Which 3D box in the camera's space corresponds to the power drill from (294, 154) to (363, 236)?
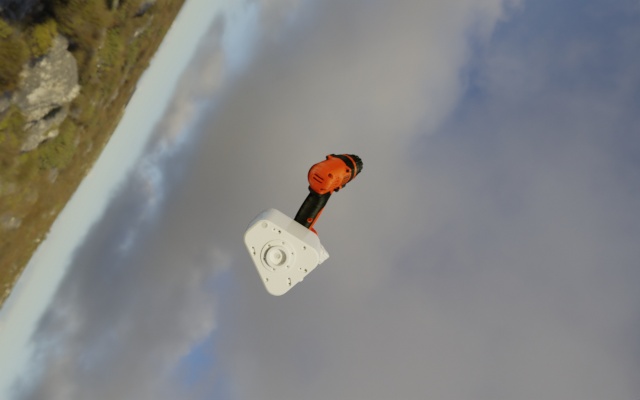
[{"bbox_3d":[0.000,0.003,0.841,0.057,0.188,0.184,33,22,15],"label":"power drill"}]
